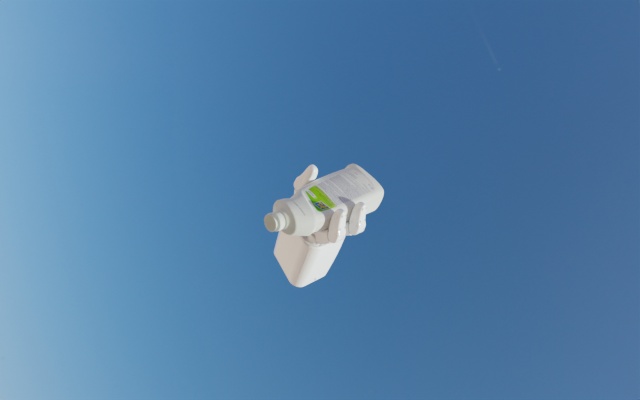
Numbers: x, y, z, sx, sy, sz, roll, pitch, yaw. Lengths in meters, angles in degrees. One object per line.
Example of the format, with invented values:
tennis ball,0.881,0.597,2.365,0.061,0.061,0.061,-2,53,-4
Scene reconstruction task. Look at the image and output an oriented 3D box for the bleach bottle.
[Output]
bleach bottle,0.000,0.003,0.837,0.251,0.068,0.102,-18,51,-45
